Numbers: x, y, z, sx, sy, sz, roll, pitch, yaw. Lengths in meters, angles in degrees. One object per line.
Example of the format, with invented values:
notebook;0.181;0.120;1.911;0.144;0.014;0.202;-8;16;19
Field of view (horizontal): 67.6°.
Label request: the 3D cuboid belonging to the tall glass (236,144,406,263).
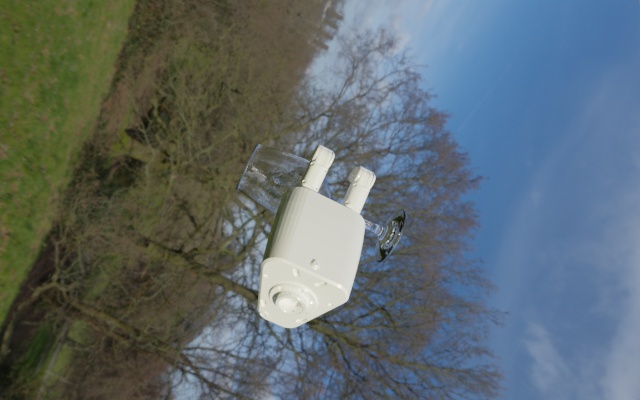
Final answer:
tall glass;0.001;0.002;0.587;0.201;0.079;0.079;26;-4;-9
